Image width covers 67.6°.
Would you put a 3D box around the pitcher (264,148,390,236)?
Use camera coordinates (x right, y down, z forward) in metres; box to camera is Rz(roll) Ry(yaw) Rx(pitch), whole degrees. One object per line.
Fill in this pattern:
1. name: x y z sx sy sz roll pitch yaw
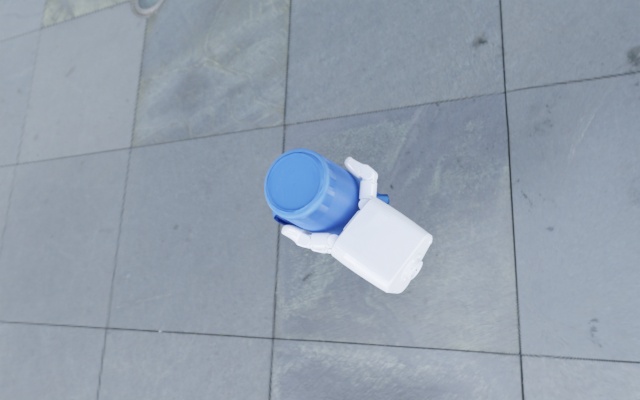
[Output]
1. pitcher: 0.000 0.003 0.797 0.145 0.149 0.243 34 2 27
